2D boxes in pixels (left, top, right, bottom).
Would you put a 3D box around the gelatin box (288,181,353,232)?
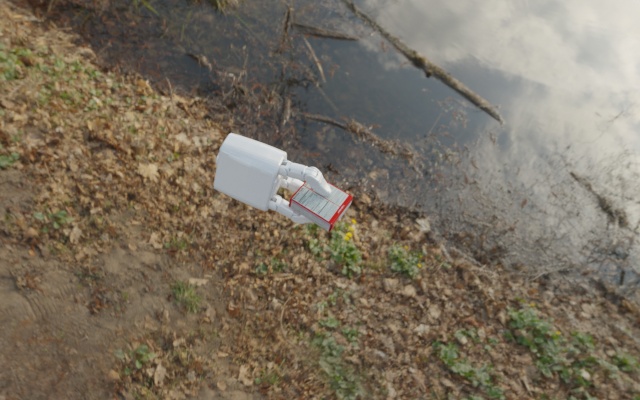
[{"bbox_3d":[0.000,0.003,0.838,0.089,0.073,0.030,31,-34,13],"label":"gelatin box"}]
